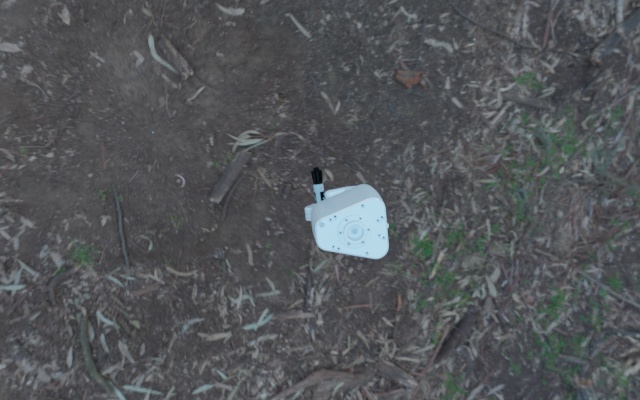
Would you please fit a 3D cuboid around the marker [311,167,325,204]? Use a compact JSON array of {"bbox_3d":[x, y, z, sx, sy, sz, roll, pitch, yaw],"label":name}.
[{"bbox_3d":[0.000,0.003,0.826,0.020,0.121,0.020,-7,11,1],"label":"marker"}]
